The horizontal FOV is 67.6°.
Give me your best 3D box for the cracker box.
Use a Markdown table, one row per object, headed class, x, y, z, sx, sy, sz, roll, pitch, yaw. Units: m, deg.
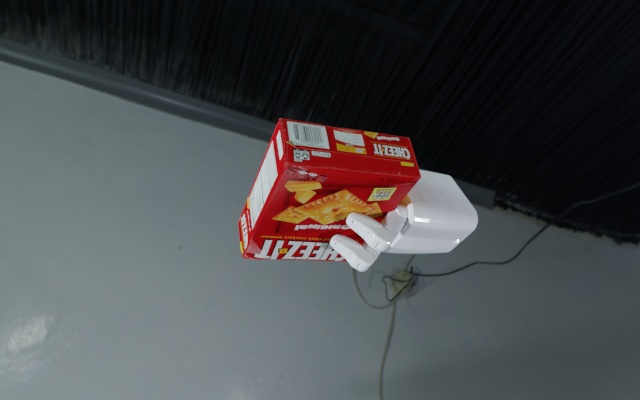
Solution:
| class | x | y | z | sx | sy | sz | roll | pitch | yaw |
| --- | --- | --- | --- | --- | --- | --- | --- | --- | --- |
| cracker box | 0.000 | 0.002 | 0.603 | 0.164 | 0.072 | 0.214 | 5 | -36 | -21 |
